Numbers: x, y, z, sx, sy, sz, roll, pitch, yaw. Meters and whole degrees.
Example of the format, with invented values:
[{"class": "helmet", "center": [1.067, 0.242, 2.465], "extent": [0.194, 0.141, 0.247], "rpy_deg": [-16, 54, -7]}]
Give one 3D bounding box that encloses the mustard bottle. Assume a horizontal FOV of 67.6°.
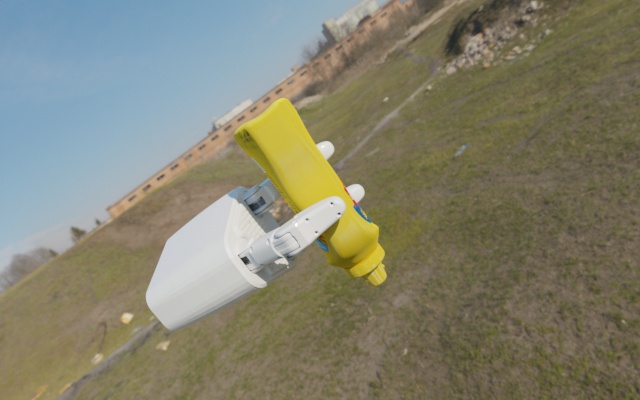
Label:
[{"class": "mustard bottle", "center": [0.000, 0.001, 0.435], "extent": [0.058, 0.192, 0.096], "rpy_deg": [-37, 12, -5]}]
